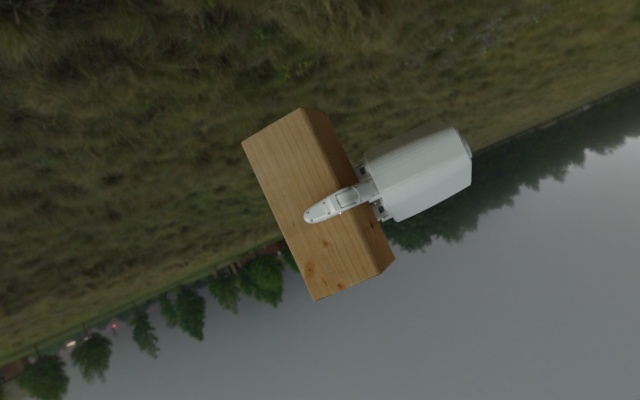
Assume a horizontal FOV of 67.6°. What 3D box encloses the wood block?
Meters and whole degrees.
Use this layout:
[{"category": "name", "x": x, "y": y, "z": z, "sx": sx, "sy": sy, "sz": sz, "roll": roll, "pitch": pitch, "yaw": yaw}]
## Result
[{"category": "wood block", "x": 0.000, "y": 0.002, "z": 0.580, "sx": 0.090, "sy": 0.206, "sz": 0.091, "roll": -27, "pitch": -4, "yaw": 20}]
